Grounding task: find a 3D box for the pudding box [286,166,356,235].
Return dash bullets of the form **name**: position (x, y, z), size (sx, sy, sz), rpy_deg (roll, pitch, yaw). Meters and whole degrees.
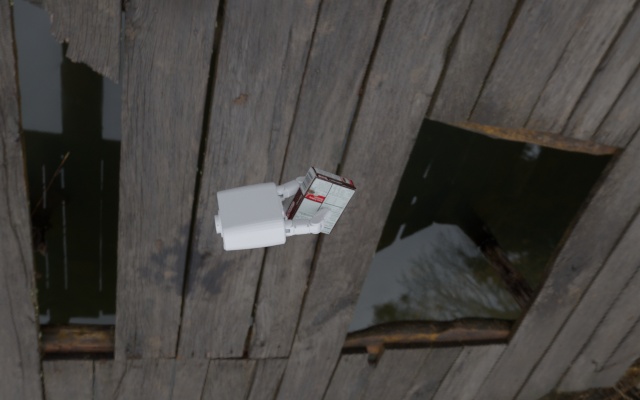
- **pudding box**: position (0.000, 0.003, 0.883), size (0.090, 0.113, 0.039), rpy_deg (17, 29, -27)
